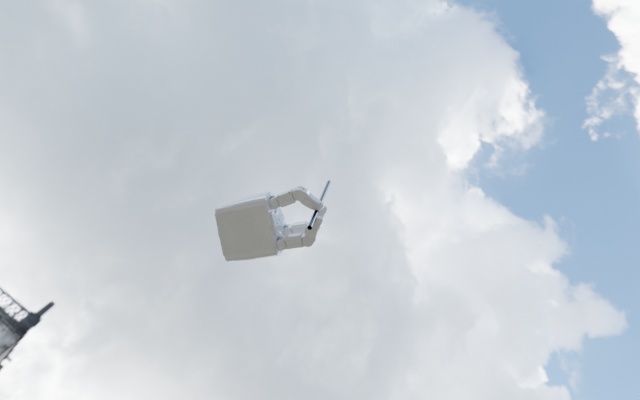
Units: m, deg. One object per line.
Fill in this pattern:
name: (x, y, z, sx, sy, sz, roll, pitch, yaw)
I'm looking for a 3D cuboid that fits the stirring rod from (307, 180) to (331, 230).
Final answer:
stirring rod: (0.000, 0.003, 0.898, 0.011, 0.011, 0.239, 0, 20, 9)
